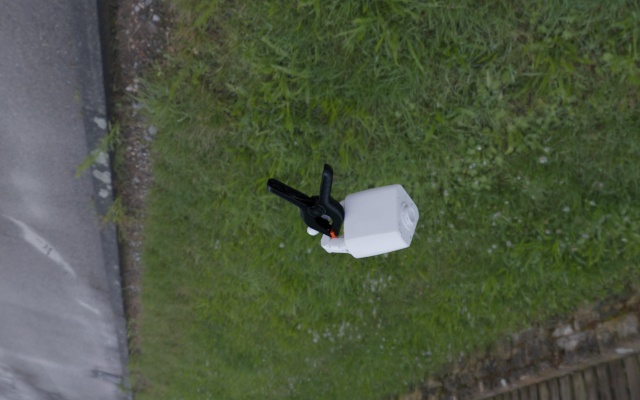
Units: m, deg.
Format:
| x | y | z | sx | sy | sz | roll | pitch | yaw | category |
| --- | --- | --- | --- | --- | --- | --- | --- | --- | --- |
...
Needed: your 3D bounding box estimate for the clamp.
| x | y | z | sx | sy | sz | roll | pitch | yaw | category |
| --- | --- | --- | --- | --- | --- | --- | --- | --- | --- |
| 0.000 | 0.003 | 0.835 | 0.120 | 0.039 | 0.171 | -16 | -45 | 32 | clamp |
